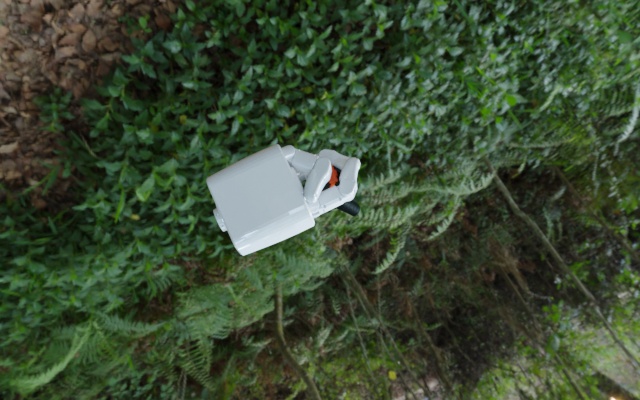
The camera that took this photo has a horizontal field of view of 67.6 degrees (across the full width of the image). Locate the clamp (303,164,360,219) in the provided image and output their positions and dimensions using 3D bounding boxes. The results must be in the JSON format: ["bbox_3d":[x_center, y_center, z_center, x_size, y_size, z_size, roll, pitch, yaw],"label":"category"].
[{"bbox_3d":[0.000,0.003,0.712,0.120,0.039,0.171,-24,-25,-4],"label":"clamp"}]
